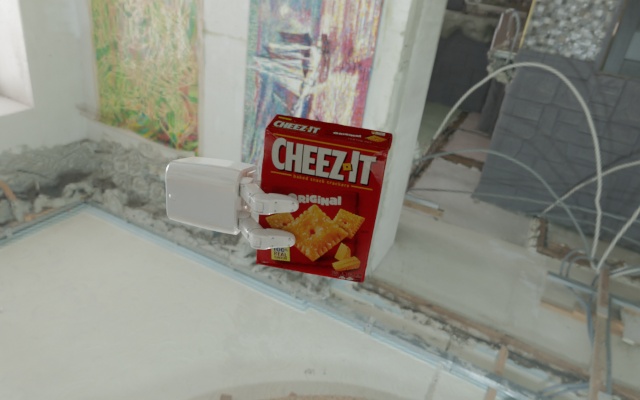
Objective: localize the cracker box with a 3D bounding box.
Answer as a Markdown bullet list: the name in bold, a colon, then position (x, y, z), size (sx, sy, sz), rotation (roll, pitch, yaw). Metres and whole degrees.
- **cracker box**: position (0.000, 0.002, 0.670), size (0.164, 0.214, 0.072), rotation (10, 28, 5)
